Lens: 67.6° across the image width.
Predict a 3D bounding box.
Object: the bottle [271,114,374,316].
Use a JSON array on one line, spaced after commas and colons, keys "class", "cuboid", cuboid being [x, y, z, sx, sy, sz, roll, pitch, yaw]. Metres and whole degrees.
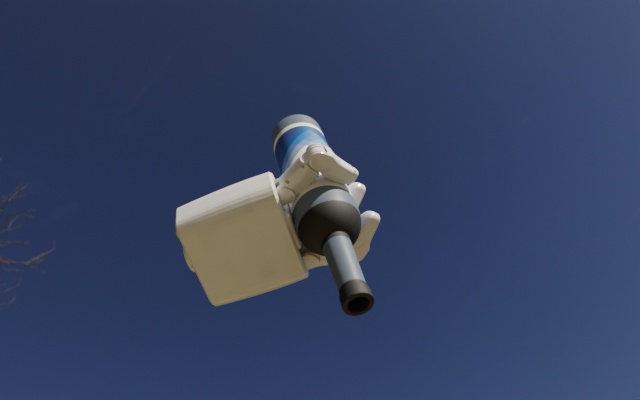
[{"class": "bottle", "cuboid": [0.000, 0.001, 0.506, 0.069, 0.069, 0.295, 0, 35, -15]}]
